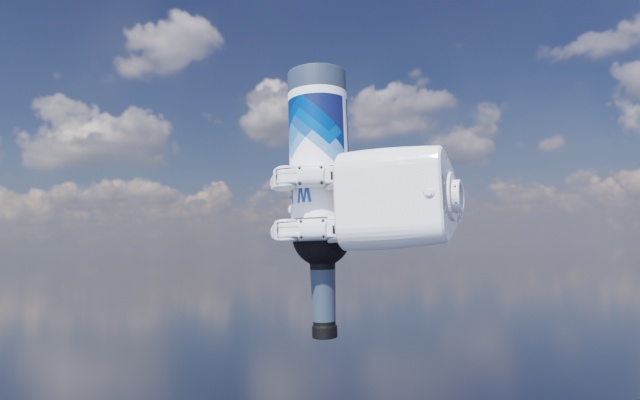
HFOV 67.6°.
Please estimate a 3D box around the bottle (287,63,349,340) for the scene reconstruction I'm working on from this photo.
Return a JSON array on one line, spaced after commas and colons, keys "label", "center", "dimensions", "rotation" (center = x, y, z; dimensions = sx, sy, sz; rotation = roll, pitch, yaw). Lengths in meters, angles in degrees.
[{"label": "bottle", "center": [0.000, 0.001, 0.530], "dimensions": [0.069, 0.295, 0.069], "rotation": [-2, -6, 0]}]
